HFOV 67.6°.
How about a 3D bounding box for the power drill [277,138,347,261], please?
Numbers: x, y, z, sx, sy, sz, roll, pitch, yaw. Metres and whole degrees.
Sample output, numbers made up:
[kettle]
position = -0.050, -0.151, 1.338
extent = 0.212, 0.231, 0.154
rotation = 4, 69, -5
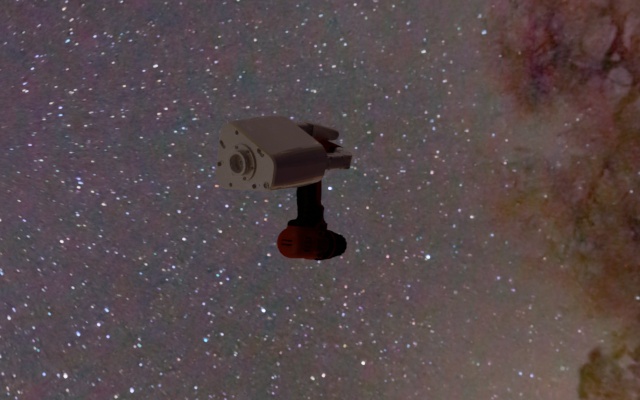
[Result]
[power drill]
position = 0.000, 0.002, 0.763
extent = 0.057, 0.187, 0.184
rotation = 2, -5, 26
